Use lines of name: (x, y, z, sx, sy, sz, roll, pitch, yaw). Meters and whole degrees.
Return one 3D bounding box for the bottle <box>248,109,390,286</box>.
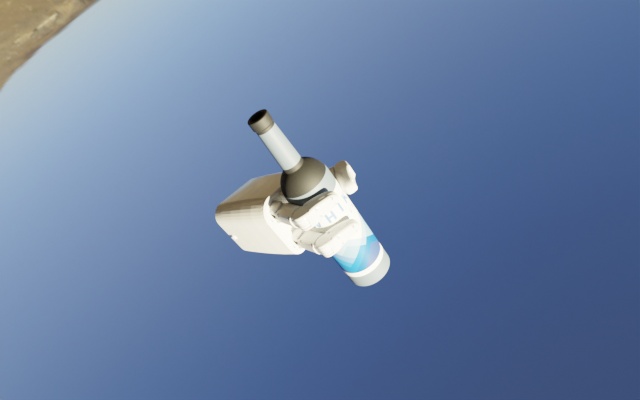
bottle: (0.000, 0.002, 0.628, 0.069, 0.069, 0.296, 0, -42, 41)
